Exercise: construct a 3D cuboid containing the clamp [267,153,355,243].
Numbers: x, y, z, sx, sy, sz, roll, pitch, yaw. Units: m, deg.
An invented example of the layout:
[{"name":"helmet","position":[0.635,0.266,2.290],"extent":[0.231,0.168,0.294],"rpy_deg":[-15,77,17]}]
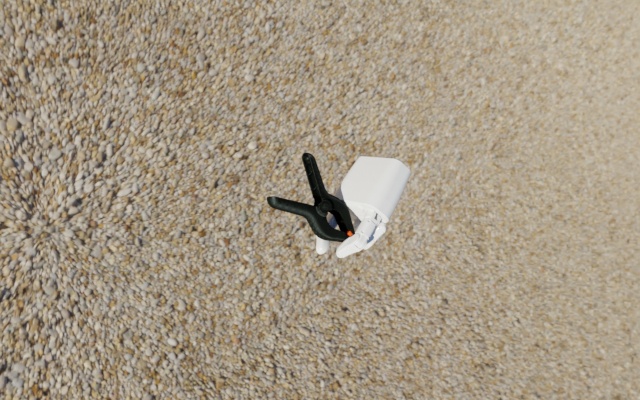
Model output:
[{"name":"clamp","position":[0.000,0.003,0.817],"extent":[0.171,0.120,0.039],"rpy_deg":[39,-21,-23]}]
